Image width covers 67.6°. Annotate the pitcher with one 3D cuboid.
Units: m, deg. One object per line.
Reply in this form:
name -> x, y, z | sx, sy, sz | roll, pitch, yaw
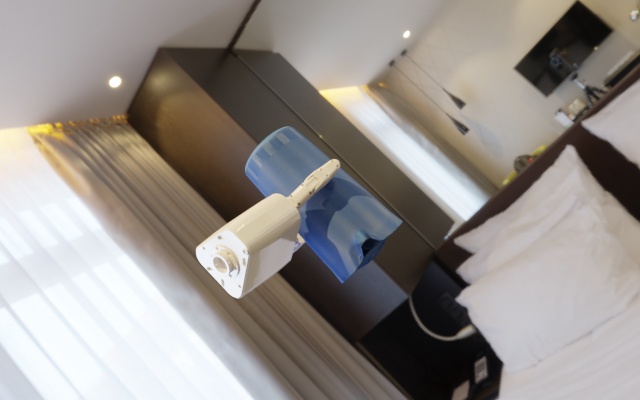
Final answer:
pitcher -> 0.000, 0.003, 0.760 | 0.145, 0.243, 0.149 | -37, -11, -45
